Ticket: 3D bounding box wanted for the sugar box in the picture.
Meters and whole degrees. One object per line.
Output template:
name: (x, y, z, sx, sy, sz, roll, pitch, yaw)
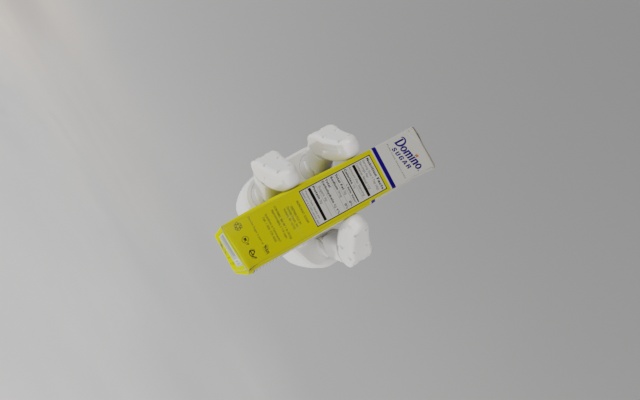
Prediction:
sugar box: (0.000, 0.001, 0.405, 0.176, 0.048, 0.093, -31, 2, -18)
